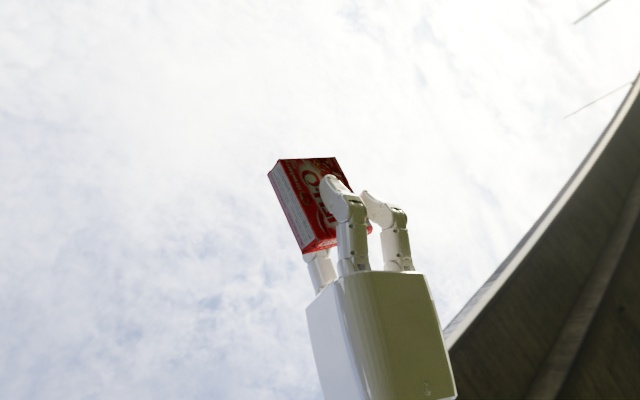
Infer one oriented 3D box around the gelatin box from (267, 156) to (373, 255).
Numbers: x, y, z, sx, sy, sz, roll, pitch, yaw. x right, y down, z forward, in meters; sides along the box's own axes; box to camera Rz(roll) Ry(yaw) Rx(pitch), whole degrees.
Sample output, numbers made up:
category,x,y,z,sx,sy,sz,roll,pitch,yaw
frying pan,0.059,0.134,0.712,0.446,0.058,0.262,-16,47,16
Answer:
category,x,y,z,sx,sy,sz,roll,pitch,yaw
gelatin box,0.000,0.001,0.452,0.073,0.089,0.030,-7,-27,-42
